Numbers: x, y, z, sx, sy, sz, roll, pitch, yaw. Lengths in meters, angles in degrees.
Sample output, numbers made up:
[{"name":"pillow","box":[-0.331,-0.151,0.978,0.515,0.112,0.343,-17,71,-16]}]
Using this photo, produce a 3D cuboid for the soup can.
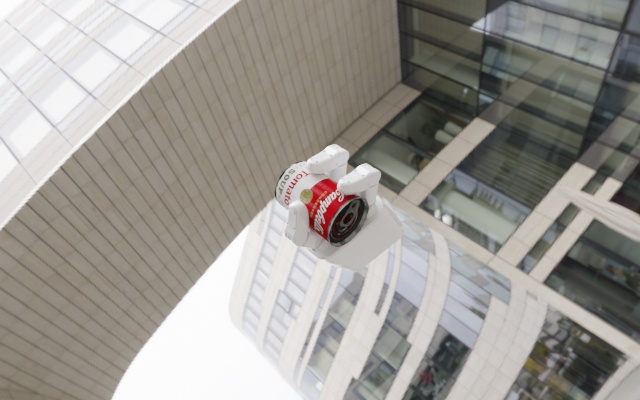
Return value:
[{"name":"soup can","box":[0.000,0.002,0.593,0.102,0.068,0.068,35,21,33]}]
